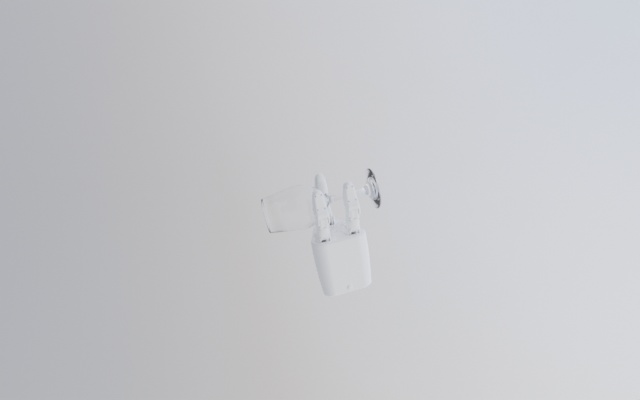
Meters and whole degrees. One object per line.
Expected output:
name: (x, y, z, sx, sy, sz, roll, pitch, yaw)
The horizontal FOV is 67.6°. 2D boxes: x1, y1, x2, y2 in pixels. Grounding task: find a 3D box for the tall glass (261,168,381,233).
tall glass: (0.001, 0.002, 0.841, 0.201, 0.079, 0.079, -14, 3, -10)
